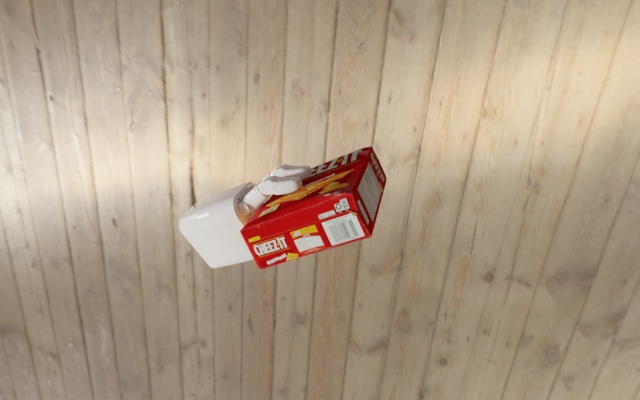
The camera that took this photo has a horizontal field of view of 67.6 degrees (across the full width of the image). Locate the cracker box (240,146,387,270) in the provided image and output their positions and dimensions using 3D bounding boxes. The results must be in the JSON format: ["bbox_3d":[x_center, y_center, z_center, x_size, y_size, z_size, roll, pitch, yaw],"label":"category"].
[{"bbox_3d":[0.000,0.002,0.693,0.164,0.072,0.213,-19,17,20],"label":"cracker box"}]
